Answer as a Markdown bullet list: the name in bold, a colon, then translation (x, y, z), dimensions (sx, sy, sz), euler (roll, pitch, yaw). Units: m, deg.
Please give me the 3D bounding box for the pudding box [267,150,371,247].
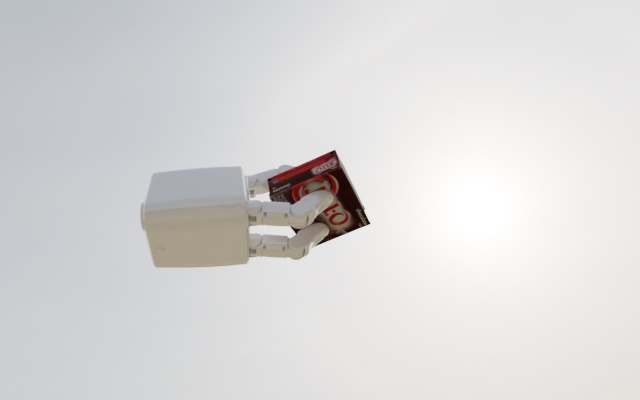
- **pudding box**: translation (0.000, 0.002, 0.580), dimensions (0.090, 0.039, 0.114), euler (-22, -43, 10)
